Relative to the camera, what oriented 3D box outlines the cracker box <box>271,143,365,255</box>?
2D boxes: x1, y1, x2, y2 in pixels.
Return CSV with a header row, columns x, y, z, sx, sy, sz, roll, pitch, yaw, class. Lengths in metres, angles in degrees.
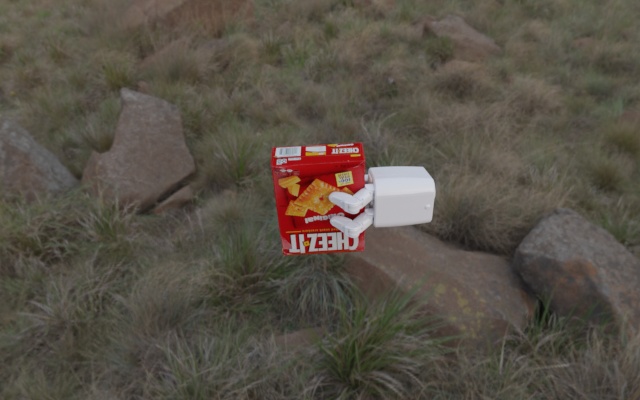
x,y,z,sx,sy,sz,roll,pitch,yaw,class
0.000,0.003,0.891,0.164,0.214,0.072,-3,37,1,cracker box
